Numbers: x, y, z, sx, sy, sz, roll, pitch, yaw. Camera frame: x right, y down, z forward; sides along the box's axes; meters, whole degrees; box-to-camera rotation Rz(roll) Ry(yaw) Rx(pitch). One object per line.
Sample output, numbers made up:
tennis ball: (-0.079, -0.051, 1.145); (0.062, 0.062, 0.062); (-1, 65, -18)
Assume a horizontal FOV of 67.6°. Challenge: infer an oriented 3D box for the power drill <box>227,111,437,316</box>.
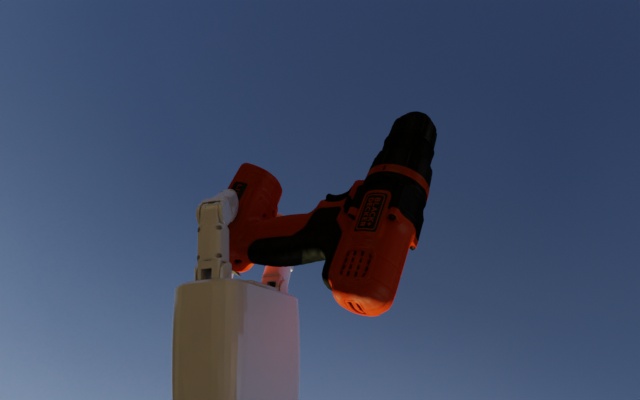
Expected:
power drill: (0.000, 0.002, 0.413); (0.187, 0.184, 0.057); (-2, -39, 35)
